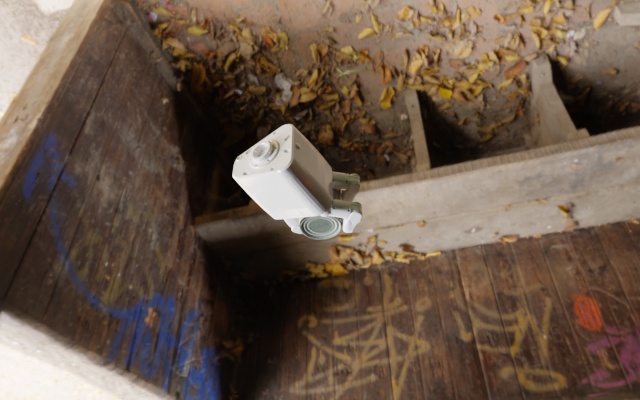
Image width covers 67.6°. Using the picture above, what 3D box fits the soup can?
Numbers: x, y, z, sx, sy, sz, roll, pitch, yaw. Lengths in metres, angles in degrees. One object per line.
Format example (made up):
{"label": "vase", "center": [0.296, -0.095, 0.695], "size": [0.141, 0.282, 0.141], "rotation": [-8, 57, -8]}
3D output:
{"label": "soup can", "center": [0.000, 0.003, 0.765], "size": [0.068, 0.102, 0.069], "rotation": [-1, -40, 0]}
